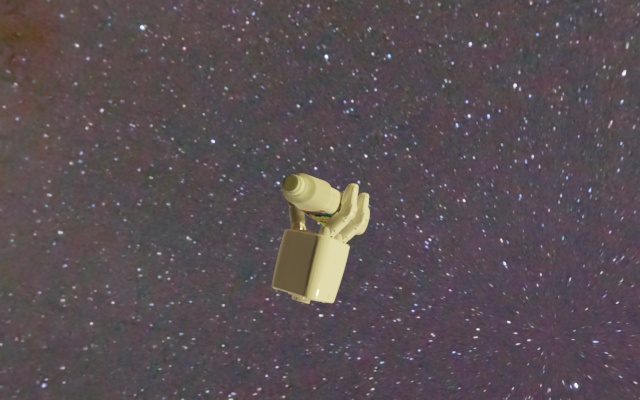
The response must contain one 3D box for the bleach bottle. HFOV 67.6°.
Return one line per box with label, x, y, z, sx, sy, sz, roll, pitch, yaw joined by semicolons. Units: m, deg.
bleach bottle;0.000;0.003;0.837;0.102;0.068;0.251;11;-9;28
